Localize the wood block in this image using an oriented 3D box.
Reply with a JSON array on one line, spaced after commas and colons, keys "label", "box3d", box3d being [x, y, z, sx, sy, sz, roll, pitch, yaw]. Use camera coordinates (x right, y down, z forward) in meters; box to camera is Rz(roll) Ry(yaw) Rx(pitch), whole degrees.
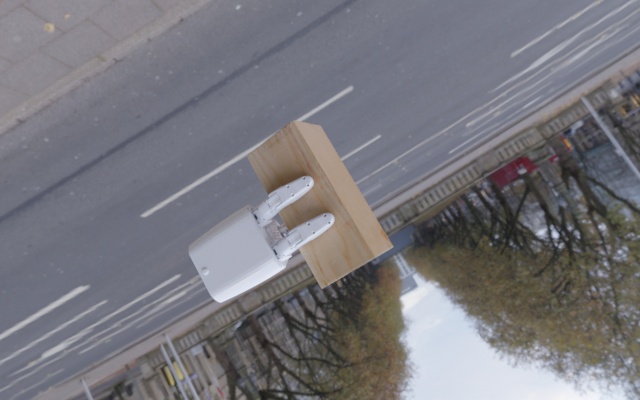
[{"label": "wood block", "box3d": [0.000, 0.002, 0.658, 0.090, 0.206, 0.091, -34, -10, 22]}]
